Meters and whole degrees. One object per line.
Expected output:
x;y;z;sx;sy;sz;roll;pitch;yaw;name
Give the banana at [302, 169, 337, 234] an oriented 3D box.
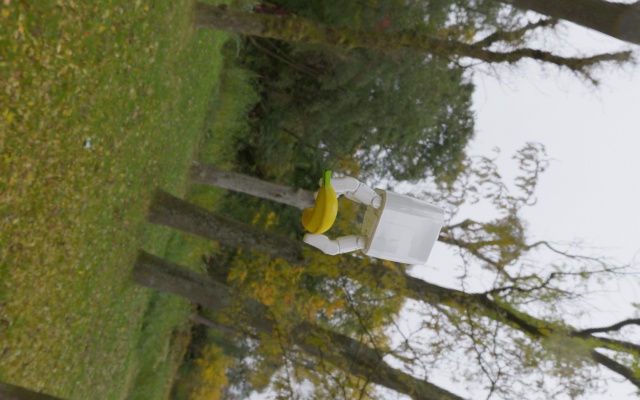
-0.001;0.019;0.750;0.037;0.069;0.198;10;-20;-9;banana
